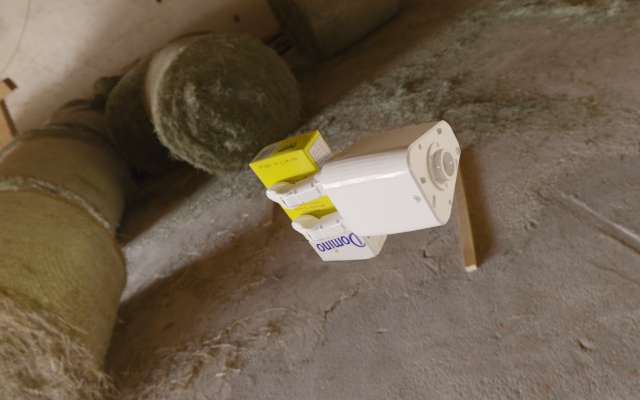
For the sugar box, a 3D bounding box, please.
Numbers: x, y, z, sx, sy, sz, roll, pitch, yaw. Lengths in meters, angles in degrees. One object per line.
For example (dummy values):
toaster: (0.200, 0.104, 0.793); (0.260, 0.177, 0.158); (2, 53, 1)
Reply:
sugar box: (0.000, 0.002, 0.593); (0.093, 0.176, 0.048); (-10, 34, 41)
